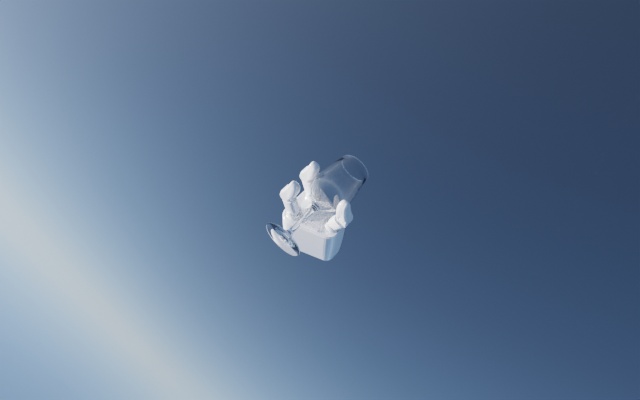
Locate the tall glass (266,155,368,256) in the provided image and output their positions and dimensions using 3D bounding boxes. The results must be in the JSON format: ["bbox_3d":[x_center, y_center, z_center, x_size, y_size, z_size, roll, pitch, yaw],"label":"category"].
[{"bbox_3d":[0.000,0.003,0.839,0.201,0.079,0.079,-45,23,-26],"label":"tall glass"}]
